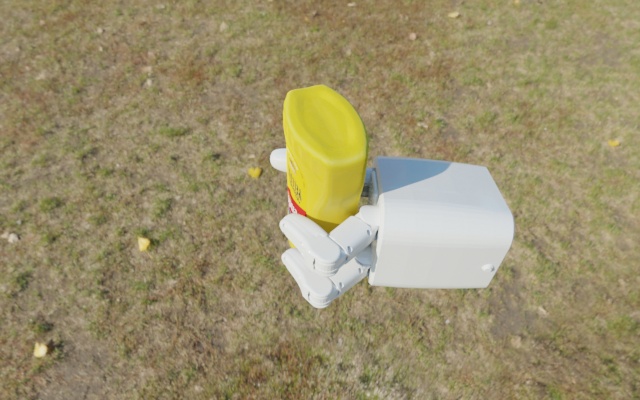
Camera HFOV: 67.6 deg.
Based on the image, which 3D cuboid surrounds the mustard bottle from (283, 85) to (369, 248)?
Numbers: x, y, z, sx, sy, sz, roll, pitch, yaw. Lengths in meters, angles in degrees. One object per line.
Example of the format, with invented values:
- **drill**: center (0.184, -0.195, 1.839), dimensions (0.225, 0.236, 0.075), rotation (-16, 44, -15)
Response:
- **mustard bottle**: center (0.000, 0.001, 0.426), dimensions (0.058, 0.096, 0.192), rotation (-16, -38, -16)
